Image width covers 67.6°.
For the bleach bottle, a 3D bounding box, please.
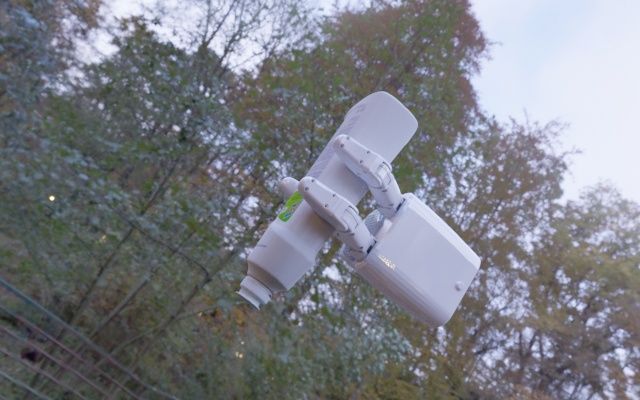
[{"bbox_3d":[0.000,0.002,0.495,0.068,0.250,0.102,41,-19,-9],"label":"bleach bottle"}]
